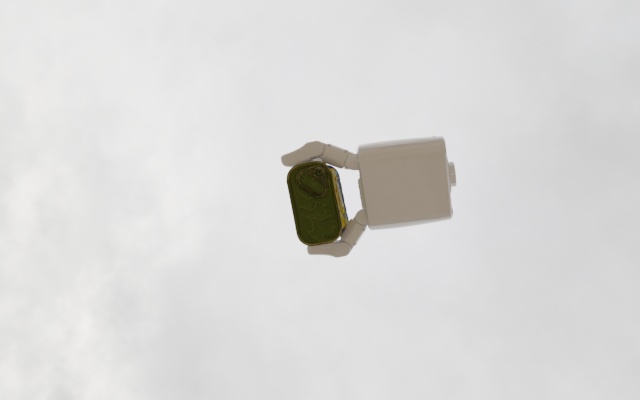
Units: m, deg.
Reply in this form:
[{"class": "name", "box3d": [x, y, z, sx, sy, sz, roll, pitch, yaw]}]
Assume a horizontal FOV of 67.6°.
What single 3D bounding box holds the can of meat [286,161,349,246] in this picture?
[{"class": "can of meat", "box3d": [0.000, 0.002, 0.619, 0.057, 0.102, 0.084, -11, 1, 12]}]
